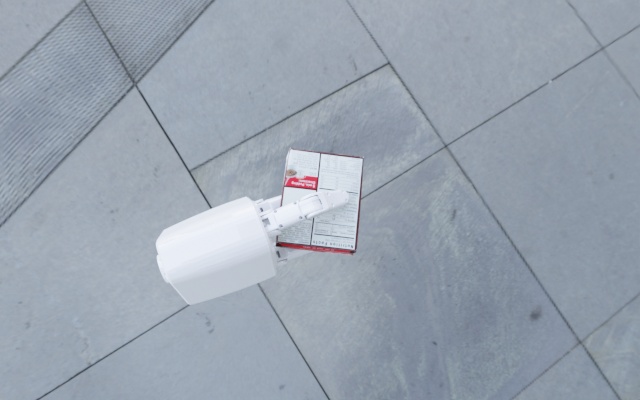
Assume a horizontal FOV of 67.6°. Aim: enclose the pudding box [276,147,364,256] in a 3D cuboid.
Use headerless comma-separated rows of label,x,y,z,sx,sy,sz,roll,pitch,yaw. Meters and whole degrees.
pudding box,0.000,0.002,0.540,0.090,0.113,0.039,7,-11,-4
